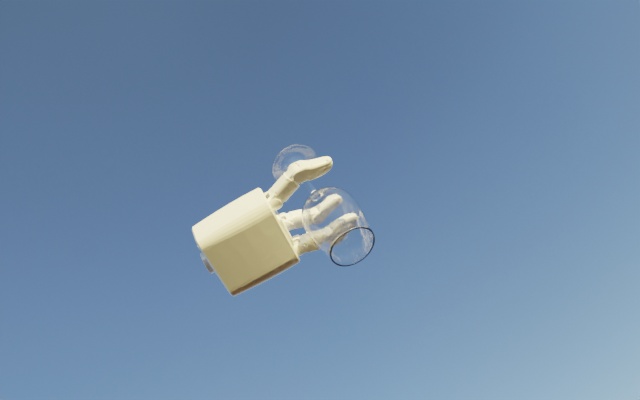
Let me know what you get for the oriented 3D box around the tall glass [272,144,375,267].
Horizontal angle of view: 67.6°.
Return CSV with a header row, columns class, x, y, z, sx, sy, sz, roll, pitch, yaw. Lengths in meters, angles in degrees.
class,x,y,z,sx,sy,sz,roll,pitch,yaw
tall glass,0.000,0.002,0.654,0.079,0.079,0.201,0,33,-29
